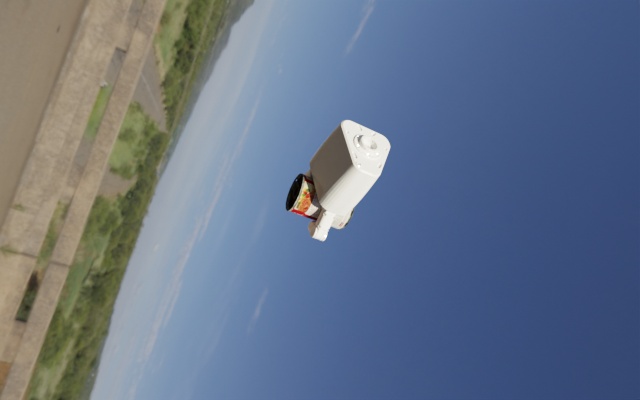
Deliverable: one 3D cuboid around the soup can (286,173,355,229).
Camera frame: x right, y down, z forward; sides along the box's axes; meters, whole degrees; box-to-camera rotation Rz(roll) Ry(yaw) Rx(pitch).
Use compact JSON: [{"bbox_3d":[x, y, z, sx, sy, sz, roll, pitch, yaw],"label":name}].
[{"bbox_3d":[0.000,0.003,0.822,0.102,0.068,0.068,21,-7,-19],"label":"soup can"}]
